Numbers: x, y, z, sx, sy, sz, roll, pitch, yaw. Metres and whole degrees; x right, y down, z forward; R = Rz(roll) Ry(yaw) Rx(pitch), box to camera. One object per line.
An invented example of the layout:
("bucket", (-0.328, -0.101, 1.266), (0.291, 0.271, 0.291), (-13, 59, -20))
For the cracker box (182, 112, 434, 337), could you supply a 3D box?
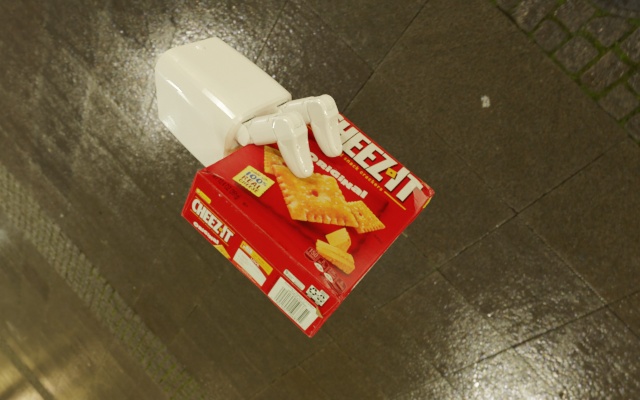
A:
("cracker box", (0.000, 0.002, 0.479), (0.213, 0.164, 0.072), (-39, -13, -47))
